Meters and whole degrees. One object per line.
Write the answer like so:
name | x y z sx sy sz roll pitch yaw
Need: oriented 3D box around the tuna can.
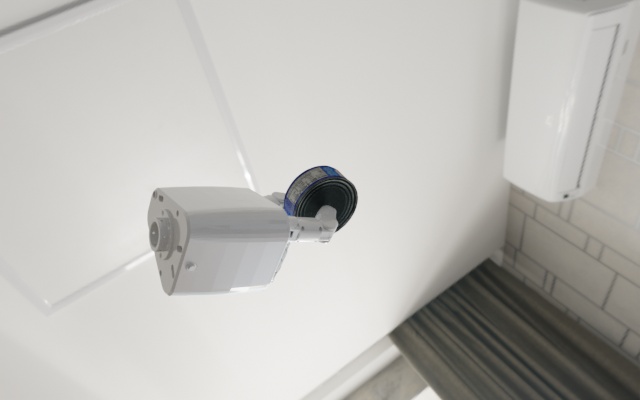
tuna can | 0.000 0.002 0.572 0.086 0.086 0.033 0 31 -34
